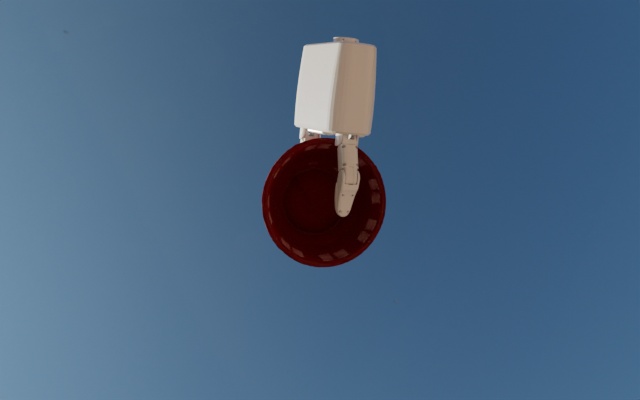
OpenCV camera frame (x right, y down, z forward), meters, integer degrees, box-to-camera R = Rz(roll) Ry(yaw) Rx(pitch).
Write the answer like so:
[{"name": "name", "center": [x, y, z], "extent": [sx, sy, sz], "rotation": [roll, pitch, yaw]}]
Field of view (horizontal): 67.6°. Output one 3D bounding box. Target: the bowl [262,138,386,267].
[{"name": "bowl", "center": [0.000, 0.003, 0.615], "extent": [0.162, 0.162, 0.055], "rotation": [0, 2, -17]}]
